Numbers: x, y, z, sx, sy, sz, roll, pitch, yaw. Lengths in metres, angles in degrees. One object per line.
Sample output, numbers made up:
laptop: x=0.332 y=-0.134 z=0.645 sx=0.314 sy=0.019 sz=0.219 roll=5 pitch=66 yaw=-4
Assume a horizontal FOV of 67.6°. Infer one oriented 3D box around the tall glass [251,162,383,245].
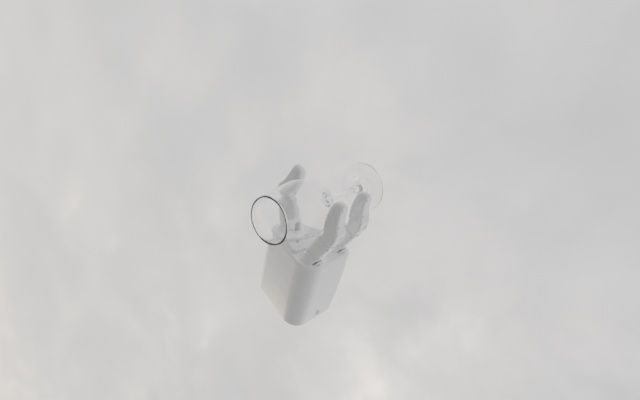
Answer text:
tall glass: x=0.001 y=0.002 z=0.645 sx=0.079 sy=0.079 sz=0.201 roll=0 pitch=13 yaw=40
